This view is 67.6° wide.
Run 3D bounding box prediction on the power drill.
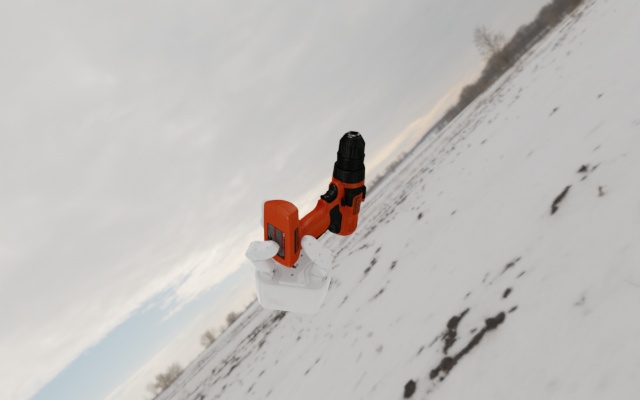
[{"bbox_3d":[0.000,0.003,0.713,0.057,0.185,0.187,27,40,33],"label":"power drill"}]
